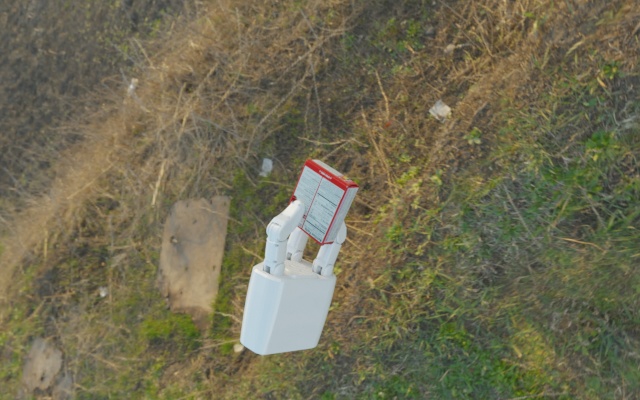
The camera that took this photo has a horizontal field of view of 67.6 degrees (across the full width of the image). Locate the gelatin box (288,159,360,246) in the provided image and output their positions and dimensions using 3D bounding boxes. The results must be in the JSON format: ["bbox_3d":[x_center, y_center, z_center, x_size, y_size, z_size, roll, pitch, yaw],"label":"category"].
[{"bbox_3d":[0.000,0.002,0.614,0.073,0.089,0.030,35,24,31],"label":"gelatin box"}]
